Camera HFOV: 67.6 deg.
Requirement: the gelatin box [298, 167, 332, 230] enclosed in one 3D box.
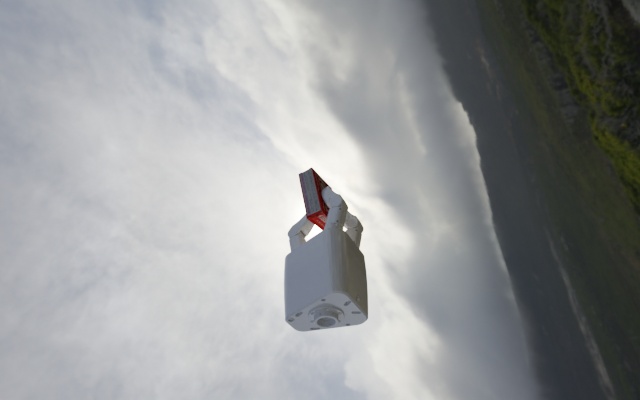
[{"bbox_3d":[0.000,0.002,0.764,0.030,0.089,0.073,-25,-36,17],"label":"gelatin box"}]
